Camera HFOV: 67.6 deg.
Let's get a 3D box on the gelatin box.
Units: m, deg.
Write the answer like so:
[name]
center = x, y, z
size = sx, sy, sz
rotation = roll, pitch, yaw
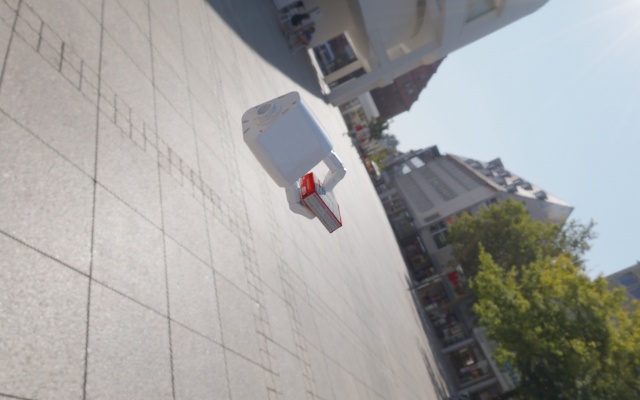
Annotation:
[gelatin box]
center = 0.001, 0.003, 0.826
size = 0.030, 0.089, 0.073
rotation = -32, 27, 13
